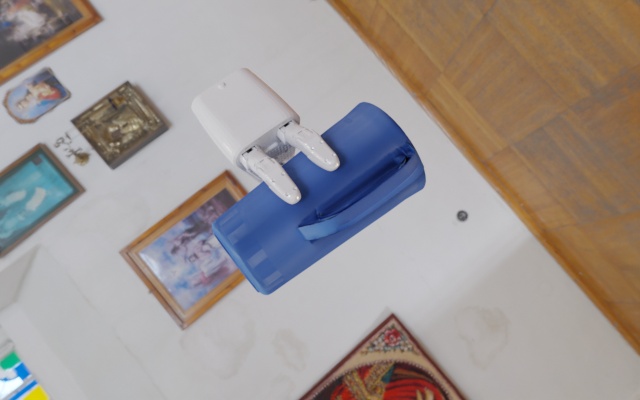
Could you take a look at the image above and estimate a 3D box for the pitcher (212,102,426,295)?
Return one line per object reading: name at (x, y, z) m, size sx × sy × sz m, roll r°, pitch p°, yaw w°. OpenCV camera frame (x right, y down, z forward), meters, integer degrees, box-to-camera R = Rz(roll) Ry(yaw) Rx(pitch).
pitcher at (0.000, 0.002, 0.566) m, size 0.243 × 0.145 × 0.149 m, roll -37°, pitch -24°, yaw -11°
